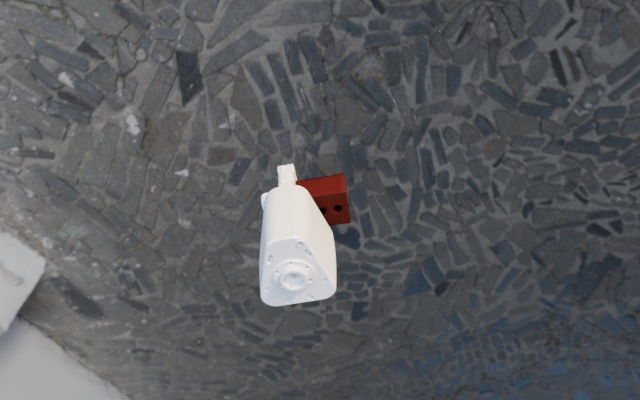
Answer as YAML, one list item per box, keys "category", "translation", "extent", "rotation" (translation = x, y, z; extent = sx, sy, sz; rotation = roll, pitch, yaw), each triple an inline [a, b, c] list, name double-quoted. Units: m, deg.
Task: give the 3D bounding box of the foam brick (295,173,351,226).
- category: "foam brick"
  translation: [0.000, 0.002, 0.658]
  extent: [0.078, 0.053, 0.051]
  rotation: [-9, 33, 2]
